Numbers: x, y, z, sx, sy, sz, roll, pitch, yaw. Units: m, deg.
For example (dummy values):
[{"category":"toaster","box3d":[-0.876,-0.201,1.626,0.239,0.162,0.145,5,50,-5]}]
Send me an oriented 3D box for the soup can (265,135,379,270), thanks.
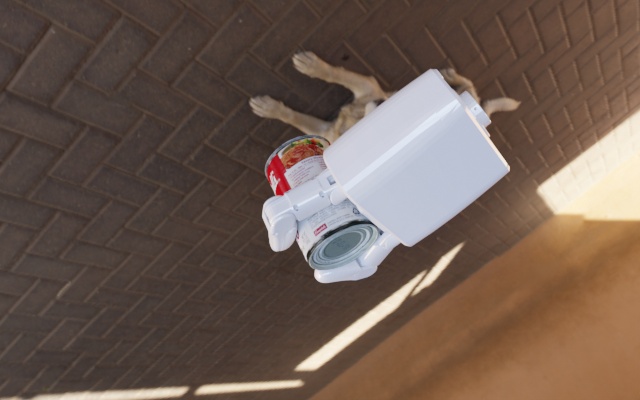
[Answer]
[{"category":"soup can","box3d":[0.000,0.002,0.422,0.068,0.102,0.069,-20,-32,-13]}]
